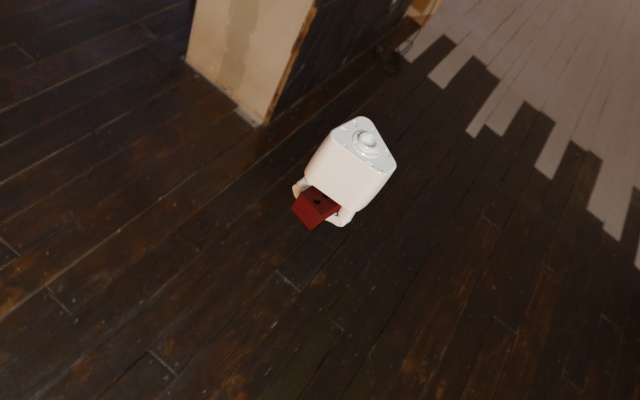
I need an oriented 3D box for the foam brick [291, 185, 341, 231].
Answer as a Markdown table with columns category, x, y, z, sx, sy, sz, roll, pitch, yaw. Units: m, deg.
| category | x | y | z | sx | sy | sz | roll | pitch | yaw |
| --- | --- | --- | --- | --- | --- | --- | --- | --- | --- |
| foam brick | 0.000 | 0.003 | 0.801 | 0.078 | 0.053 | 0.051 | -33 | -13 | -37 |
